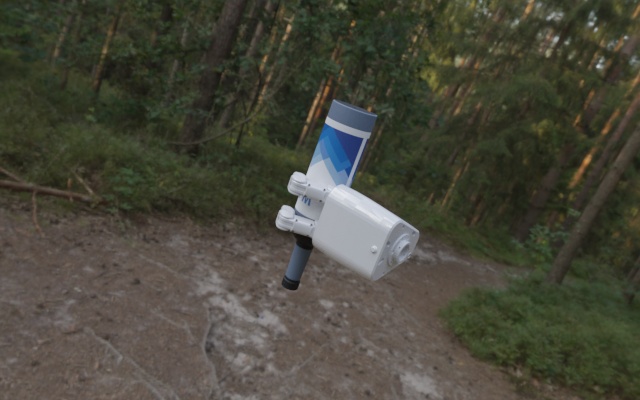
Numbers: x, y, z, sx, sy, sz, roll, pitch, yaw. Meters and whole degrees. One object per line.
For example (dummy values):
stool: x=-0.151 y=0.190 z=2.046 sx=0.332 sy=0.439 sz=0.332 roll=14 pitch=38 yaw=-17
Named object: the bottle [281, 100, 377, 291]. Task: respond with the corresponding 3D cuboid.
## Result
bottle: x=0.000 y=0.002 z=0.711 sx=0.069 sy=0.296 sz=0.069 roll=19 pitch=16 yaw=-6
